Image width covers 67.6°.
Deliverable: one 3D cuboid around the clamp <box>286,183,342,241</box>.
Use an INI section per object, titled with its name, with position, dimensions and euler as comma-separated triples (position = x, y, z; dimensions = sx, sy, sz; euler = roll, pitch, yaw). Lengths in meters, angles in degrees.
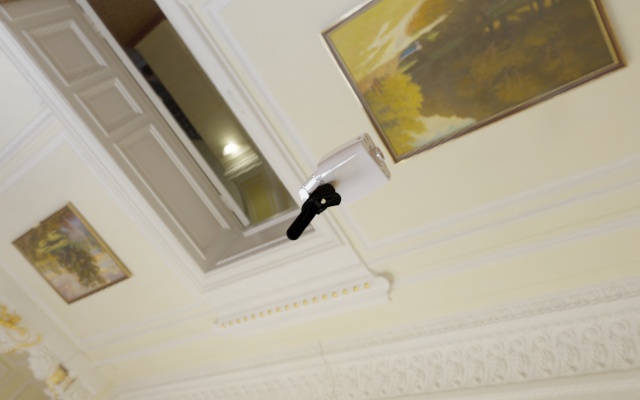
[clamp]
position = 0.000, 0.003, 0.888
dimensions = 0.120, 0.039, 0.171
euler = -32, 16, 22
